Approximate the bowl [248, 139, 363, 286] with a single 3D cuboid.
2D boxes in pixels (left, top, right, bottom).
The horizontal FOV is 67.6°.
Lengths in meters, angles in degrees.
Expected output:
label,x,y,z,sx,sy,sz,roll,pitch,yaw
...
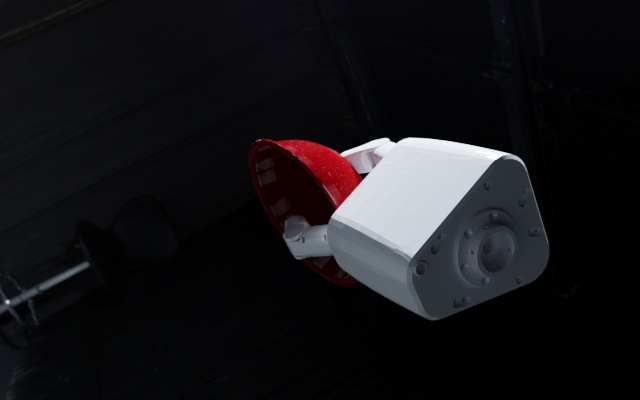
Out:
label,x,y,z,sx,sy,sz,roll,pitch,yaw
bowl,0.000,0.001,0.460,0.055,0.162,0.162,-36,16,-24
